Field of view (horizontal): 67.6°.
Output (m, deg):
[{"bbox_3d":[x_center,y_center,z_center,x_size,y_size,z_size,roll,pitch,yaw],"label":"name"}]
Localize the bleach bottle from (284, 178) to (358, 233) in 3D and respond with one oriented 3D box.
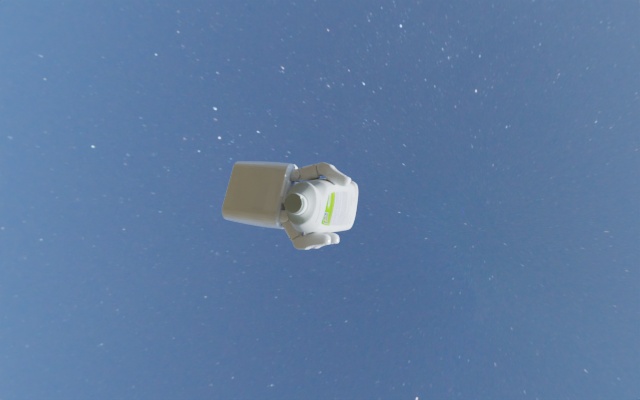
[{"bbox_3d":[0.000,0.003,0.796,0.068,0.102,0.251,6,-1,18],"label":"bleach bottle"}]
